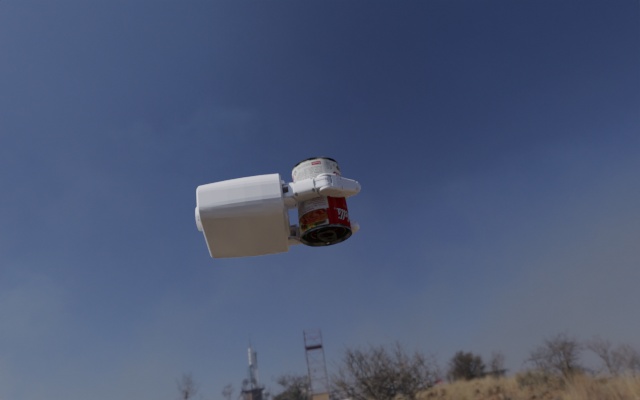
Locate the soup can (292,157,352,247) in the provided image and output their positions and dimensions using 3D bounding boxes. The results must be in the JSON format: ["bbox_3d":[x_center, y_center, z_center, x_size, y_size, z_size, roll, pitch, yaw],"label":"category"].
[{"bbox_3d":[0.001,0.002,0.635,0.068,0.102,0.068,-8,-26,-4],"label":"soup can"}]
